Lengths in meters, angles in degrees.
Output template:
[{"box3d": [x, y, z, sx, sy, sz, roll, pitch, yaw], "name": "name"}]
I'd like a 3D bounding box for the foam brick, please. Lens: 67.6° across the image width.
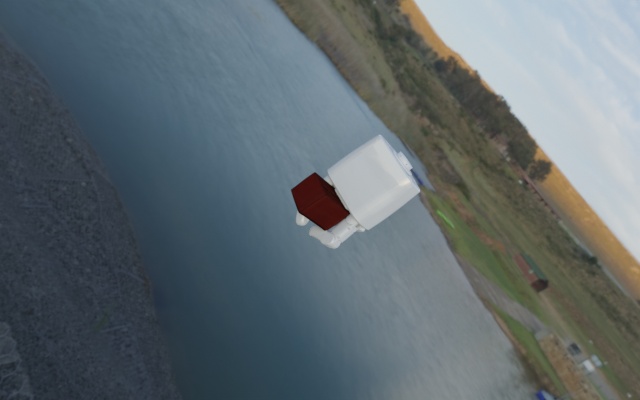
[{"box3d": [0.000, 0.002, 0.752, 0.051, 0.053, 0.078, -36, -40, 15], "name": "foam brick"}]
